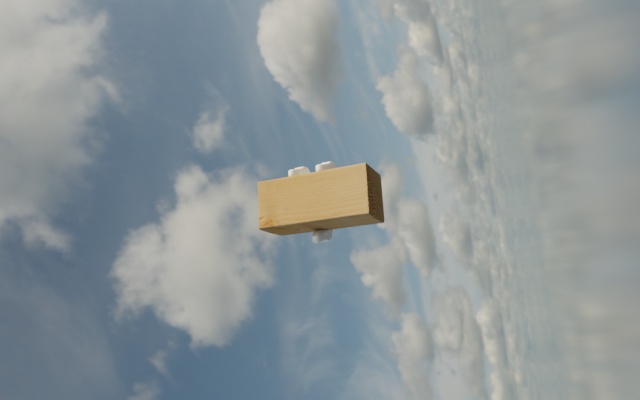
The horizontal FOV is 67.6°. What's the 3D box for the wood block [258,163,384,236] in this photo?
[{"bbox_3d":[0.000,0.003,0.853,0.206,0.090,0.090,-9,-15,22],"label":"wood block"}]
